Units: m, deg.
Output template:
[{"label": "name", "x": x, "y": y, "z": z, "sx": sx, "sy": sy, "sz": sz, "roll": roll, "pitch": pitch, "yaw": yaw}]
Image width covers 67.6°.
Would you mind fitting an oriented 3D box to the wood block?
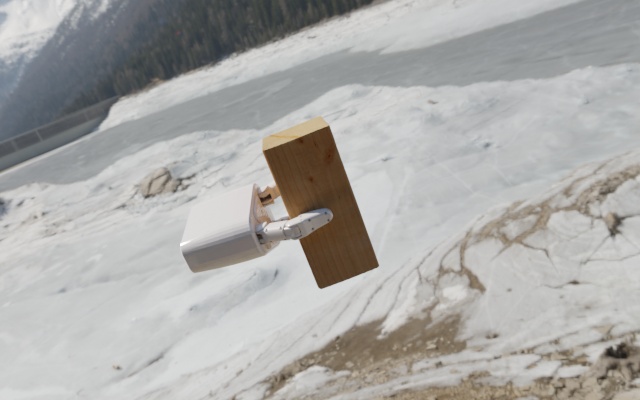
[{"label": "wood block", "x": 0.000, "y": 0.002, "z": 0.654, "sx": 0.090, "sy": 0.206, "sz": 0.090, "roll": -21, "pitch": 19, "yaw": 0}]
